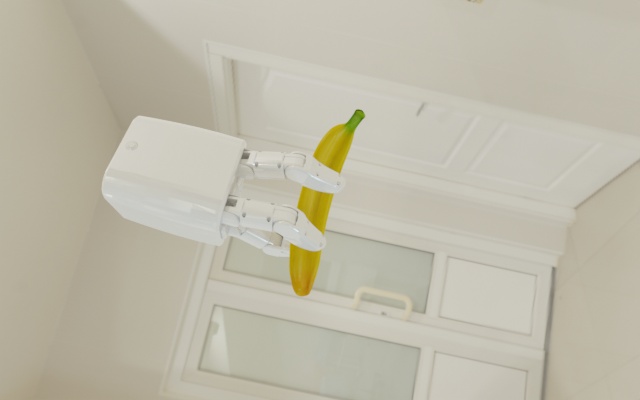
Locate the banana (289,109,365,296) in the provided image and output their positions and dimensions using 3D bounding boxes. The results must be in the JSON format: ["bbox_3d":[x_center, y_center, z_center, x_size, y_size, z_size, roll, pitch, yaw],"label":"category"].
[{"bbox_3d":[-0.003,0.001,0.500,0.037,0.197,0.069,18,-10,-9],"label":"banana"}]
